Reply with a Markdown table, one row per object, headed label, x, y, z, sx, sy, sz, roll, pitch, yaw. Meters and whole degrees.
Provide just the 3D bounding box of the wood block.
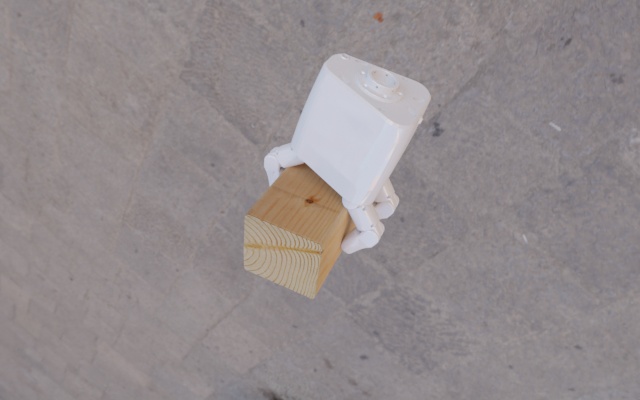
| label | x | y | z | sx | sy | sz | roll | pitch | yaw |
| --- | --- | --- | --- | --- | --- | --- | --- | --- | --- |
| wood block | 0.000 | 0.002 | 0.573 | 0.091 | 0.090 | 0.206 | 21 | 43 | 14 |
